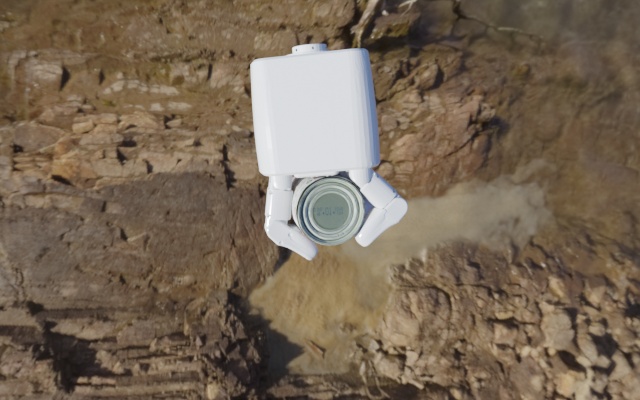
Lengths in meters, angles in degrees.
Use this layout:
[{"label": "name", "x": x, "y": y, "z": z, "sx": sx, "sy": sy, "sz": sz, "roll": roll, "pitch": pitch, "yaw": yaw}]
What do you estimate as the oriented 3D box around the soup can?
[{"label": "soup can", "x": 0.000, "y": 0.002, "z": 0.489, "sx": 0.068, "sy": 0.068, "sz": 0.102, "roll": 0, "pitch": 10, "yaw": -12}]
